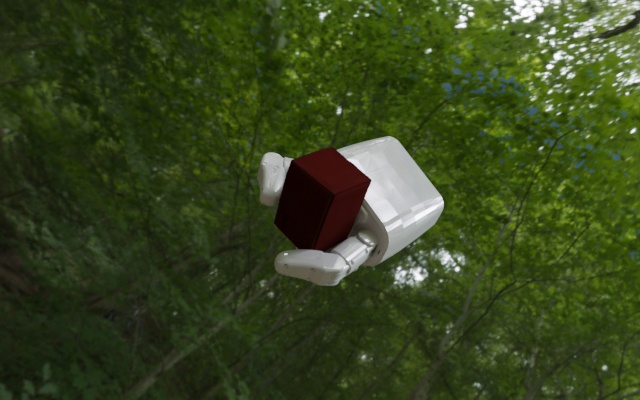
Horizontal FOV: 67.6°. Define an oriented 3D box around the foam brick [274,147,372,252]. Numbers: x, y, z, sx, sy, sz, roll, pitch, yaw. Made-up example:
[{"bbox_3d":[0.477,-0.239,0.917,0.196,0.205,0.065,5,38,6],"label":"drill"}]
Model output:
[{"bbox_3d":[0.000,0.001,0.422,0.051,0.078,0.053,-23,56,-40],"label":"foam brick"}]
